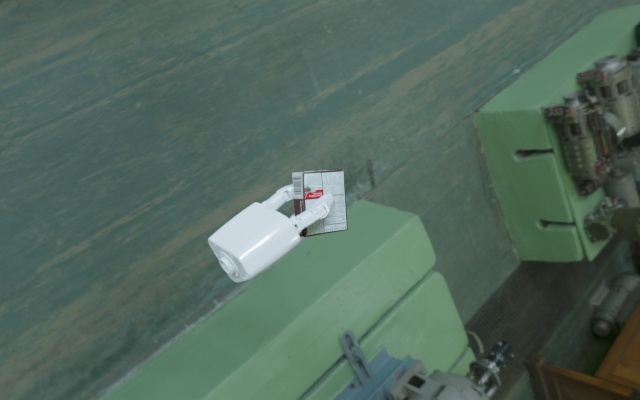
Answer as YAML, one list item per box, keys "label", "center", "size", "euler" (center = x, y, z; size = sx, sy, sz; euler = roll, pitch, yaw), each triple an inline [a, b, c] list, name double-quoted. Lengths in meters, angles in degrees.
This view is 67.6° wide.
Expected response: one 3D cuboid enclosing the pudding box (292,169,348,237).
- label: "pudding box"
  center: [0.000, 0.003, 0.840]
  size: [0.090, 0.113, 0.039]
  euler: [-6, 6, -34]
